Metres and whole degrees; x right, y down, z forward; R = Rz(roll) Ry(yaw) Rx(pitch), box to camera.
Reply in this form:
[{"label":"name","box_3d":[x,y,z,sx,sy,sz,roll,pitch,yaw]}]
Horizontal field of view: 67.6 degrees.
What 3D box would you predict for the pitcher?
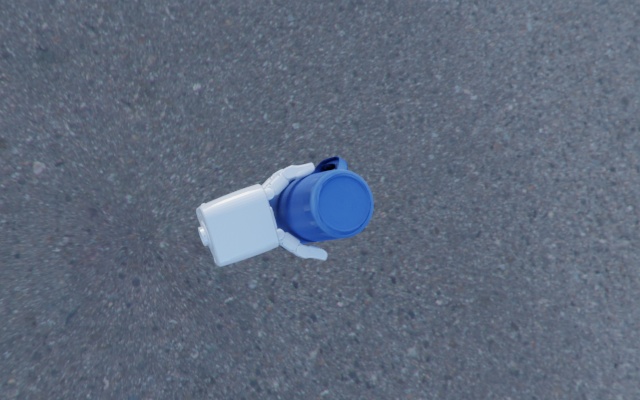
[{"label":"pitcher","box_3d":[0.000,0.003,0.845,0.145,0.149,0.243,-17,2,-20]}]
